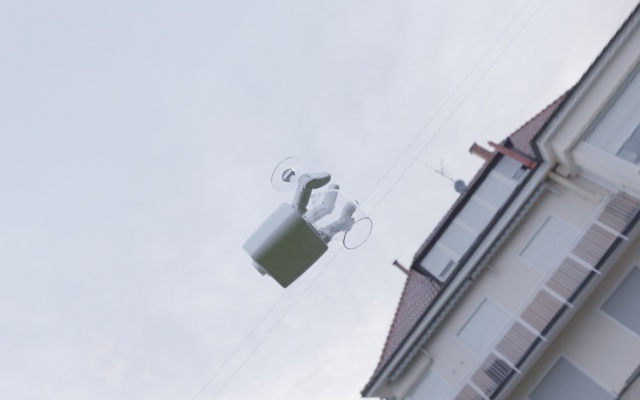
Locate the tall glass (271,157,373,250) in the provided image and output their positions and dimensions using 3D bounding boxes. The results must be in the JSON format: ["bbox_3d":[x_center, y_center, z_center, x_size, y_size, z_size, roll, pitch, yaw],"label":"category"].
[{"bbox_3d":[0.000,0.002,0.821,0.079,0.079,0.201,0,30,-45],"label":"tall glass"}]
